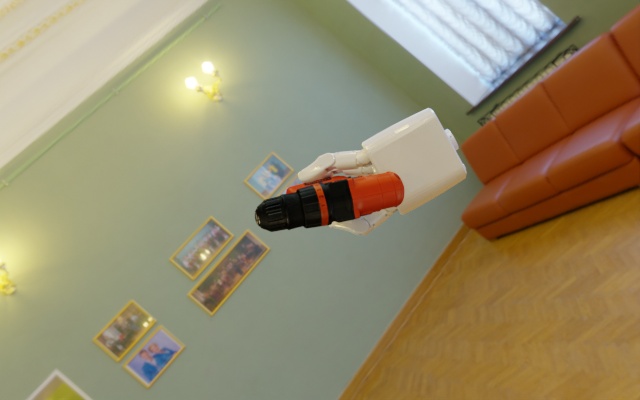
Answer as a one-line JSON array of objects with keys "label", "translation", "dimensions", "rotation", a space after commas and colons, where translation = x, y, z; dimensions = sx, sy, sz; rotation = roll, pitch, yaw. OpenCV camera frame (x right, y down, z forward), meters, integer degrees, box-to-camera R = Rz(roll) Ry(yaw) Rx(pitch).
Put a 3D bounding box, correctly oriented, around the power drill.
[{"label": "power drill", "translation": [0.000, 0.002, 0.643], "dimensions": [0.184, 0.057, 0.187], "rotation": [-10, 4, -10]}]
